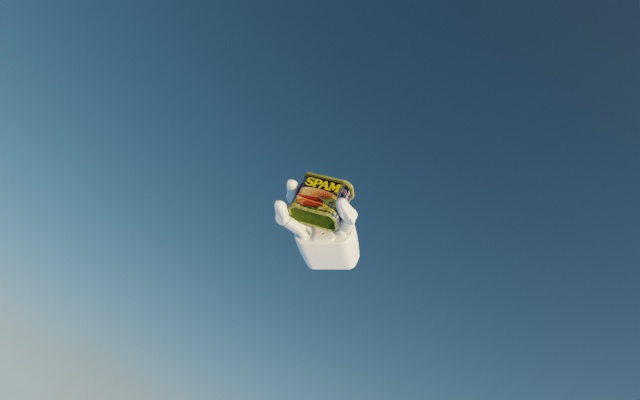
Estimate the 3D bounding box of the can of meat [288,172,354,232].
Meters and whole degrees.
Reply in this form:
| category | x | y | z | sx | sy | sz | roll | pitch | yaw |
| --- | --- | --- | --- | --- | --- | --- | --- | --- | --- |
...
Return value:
| category | x | y | z | sx | sy | sz | roll | pitch | yaw |
| --- | --- | --- | --- | --- | --- | --- | --- | --- | --- |
| can of meat | 0.000 | 0.003 | 0.891 | 0.102 | 0.084 | 0.057 | 15 | -33 | 19 |
